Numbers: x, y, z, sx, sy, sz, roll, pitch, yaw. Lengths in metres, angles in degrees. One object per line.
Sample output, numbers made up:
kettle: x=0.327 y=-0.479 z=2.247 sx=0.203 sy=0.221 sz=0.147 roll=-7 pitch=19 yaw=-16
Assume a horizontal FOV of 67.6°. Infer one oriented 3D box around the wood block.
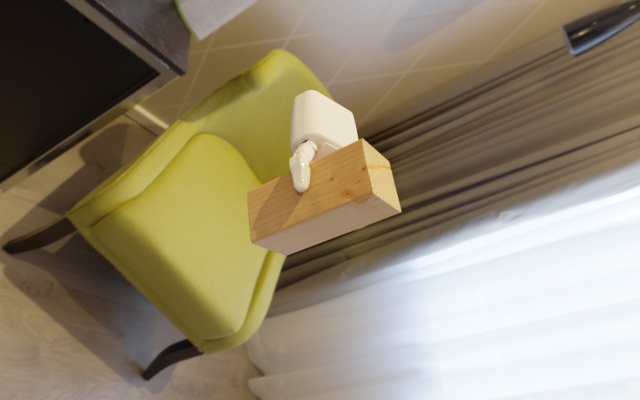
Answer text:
wood block: x=0.000 y=0.002 z=0.710 sx=0.206 sy=0.090 sz=0.091 roll=-23 pitch=-31 yaw=26
